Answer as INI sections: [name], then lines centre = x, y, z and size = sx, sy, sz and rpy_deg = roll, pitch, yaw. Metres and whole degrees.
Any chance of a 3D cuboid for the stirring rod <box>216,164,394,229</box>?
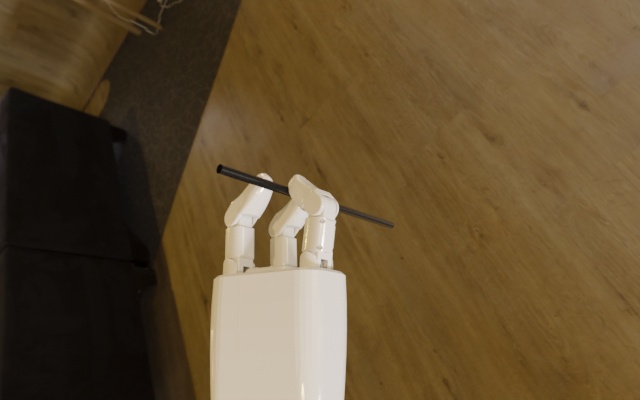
[stirring rod]
centre = 0.000, 0.002, 0.471
size = 0.011, 0.011, 0.239
rpy_deg = 0, -13, 45
